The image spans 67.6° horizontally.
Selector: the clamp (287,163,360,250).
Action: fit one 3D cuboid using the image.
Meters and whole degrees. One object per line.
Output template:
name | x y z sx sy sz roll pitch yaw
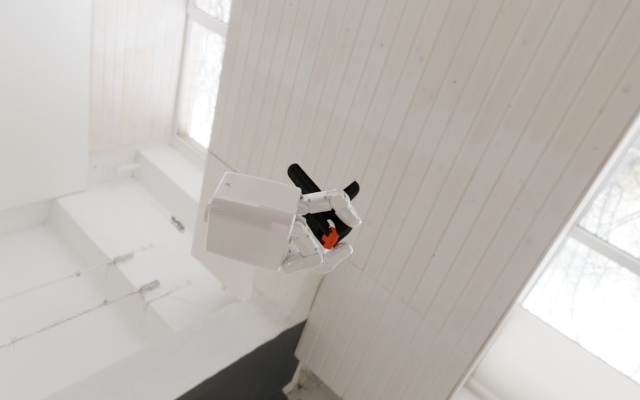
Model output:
clamp | 0.000 0.003 0.703 0.120 0.039 0.171 15 30 -4
